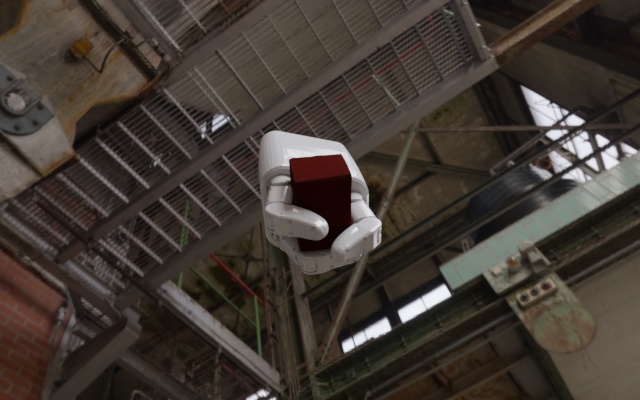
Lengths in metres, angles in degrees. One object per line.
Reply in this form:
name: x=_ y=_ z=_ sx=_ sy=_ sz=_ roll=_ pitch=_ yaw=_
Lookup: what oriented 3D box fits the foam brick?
foam brick: x=0.000 y=0.001 z=0.451 sx=0.053 sy=0.078 sz=0.051 roll=-5 pitch=31 yaw=-6
